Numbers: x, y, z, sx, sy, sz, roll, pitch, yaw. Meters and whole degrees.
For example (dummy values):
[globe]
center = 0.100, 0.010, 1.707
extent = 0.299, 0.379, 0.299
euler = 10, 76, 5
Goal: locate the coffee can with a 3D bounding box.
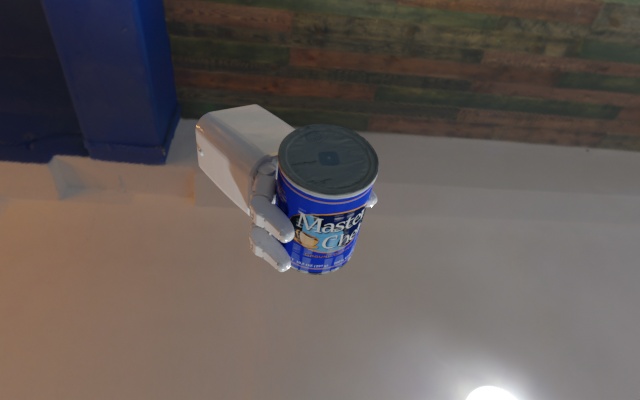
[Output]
[coffee can]
center = 0.000, 0.002, 0.530
extent = 0.103, 0.102, 0.140
euler = 0, -41, -9
